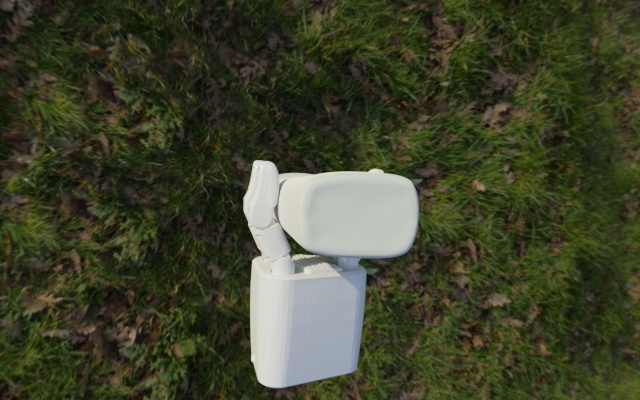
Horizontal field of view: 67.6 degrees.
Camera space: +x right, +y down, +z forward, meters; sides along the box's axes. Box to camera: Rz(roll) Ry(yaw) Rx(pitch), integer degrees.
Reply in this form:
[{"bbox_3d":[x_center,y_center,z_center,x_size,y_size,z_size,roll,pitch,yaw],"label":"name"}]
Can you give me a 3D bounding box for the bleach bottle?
[{"bbox_3d":[0.000,0.002,0.486,0.102,0.068,0.251,2,4,-14],"label":"bleach bottle"}]
